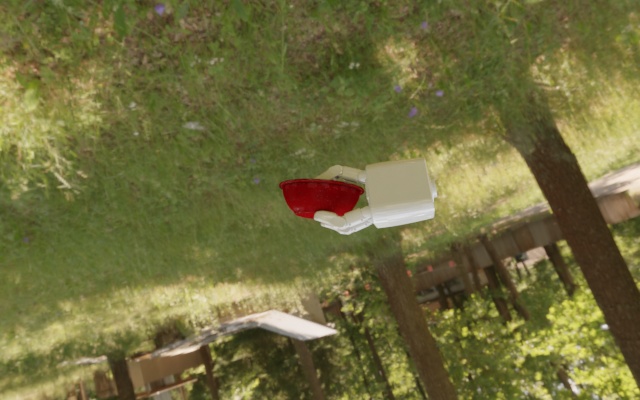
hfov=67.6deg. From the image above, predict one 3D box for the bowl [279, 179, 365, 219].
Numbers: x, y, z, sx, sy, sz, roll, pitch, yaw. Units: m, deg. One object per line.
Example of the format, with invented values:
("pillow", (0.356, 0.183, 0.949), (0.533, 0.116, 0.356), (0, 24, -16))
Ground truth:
("bowl", (-0.001, 0.003, 0.892), (0.162, 0.055, 0.162), (4, -10, 1))
